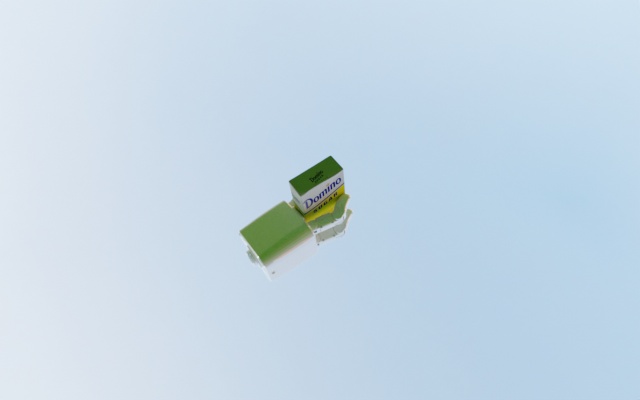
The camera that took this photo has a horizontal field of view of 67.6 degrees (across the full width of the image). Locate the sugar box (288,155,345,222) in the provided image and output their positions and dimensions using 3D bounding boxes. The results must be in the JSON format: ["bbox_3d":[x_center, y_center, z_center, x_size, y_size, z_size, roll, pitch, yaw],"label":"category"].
[{"bbox_3d":[0.000,0.003,0.885,0.093,0.048,0.176,-33,-27,-14],"label":"sugar box"}]
